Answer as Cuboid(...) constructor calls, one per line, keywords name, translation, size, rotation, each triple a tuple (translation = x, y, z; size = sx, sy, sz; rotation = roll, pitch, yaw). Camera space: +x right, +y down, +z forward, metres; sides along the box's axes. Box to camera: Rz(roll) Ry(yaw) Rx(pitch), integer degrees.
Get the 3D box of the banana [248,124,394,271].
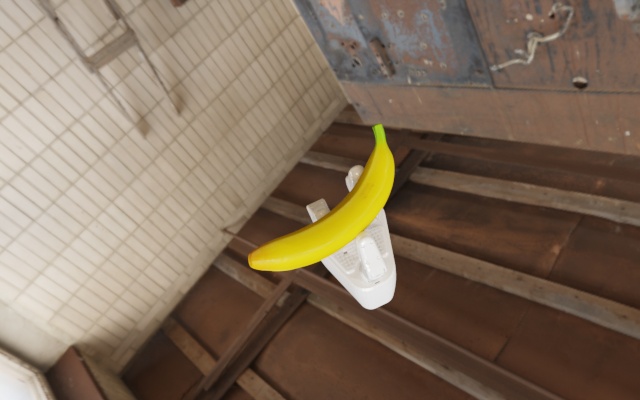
Cuboid(name="banana", translation=(0.016, 0.012, 0.488), size=(0.069, 0.197, 0.037), rotation=(44, -14, -4))
